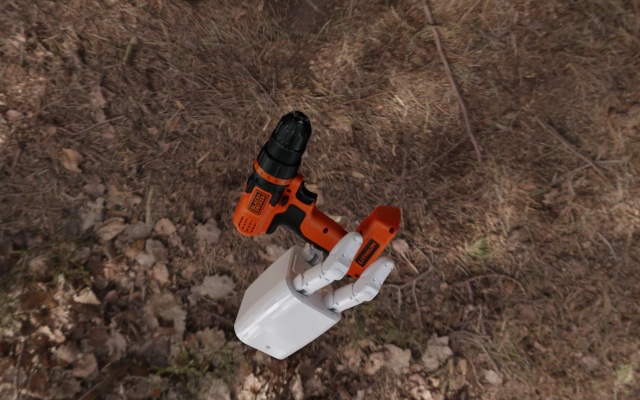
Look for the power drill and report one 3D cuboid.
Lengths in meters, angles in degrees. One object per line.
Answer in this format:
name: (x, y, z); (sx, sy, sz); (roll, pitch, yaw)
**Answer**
power drill: (0.000, 0.002, 0.584); (0.187, 0.184, 0.057); (29, 36, -3)
